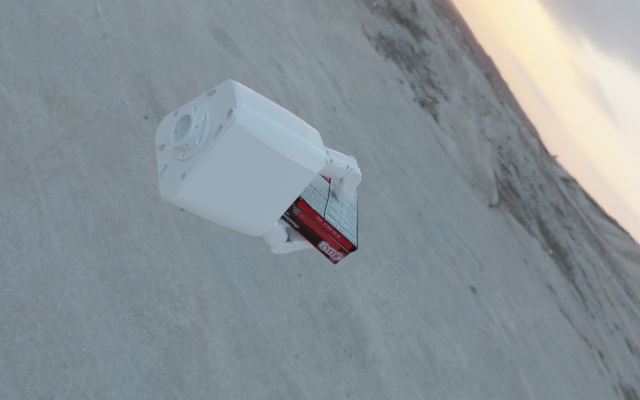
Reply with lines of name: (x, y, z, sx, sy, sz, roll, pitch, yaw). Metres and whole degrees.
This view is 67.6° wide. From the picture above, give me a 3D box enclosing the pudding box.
pudding box: (0.000, 0.002, 0.524, 0.039, 0.090, 0.113, -35, 25, 26)
